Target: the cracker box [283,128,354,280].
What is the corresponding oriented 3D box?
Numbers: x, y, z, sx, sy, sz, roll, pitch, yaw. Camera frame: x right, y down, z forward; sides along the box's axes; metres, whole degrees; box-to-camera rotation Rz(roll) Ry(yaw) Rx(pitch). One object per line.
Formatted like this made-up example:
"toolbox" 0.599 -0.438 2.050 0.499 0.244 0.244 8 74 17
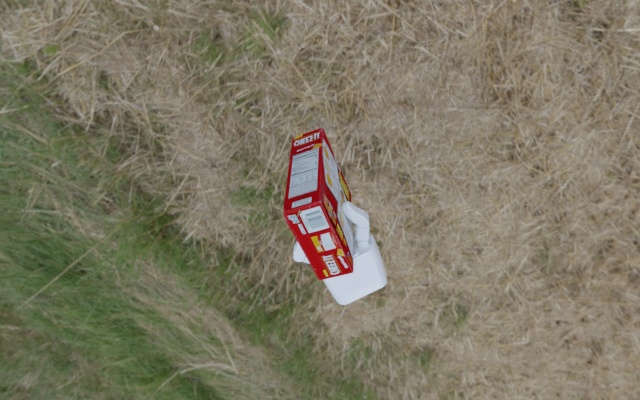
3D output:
"cracker box" 0.000 0.003 0.829 0.072 0.164 0.213 -16 37 13
